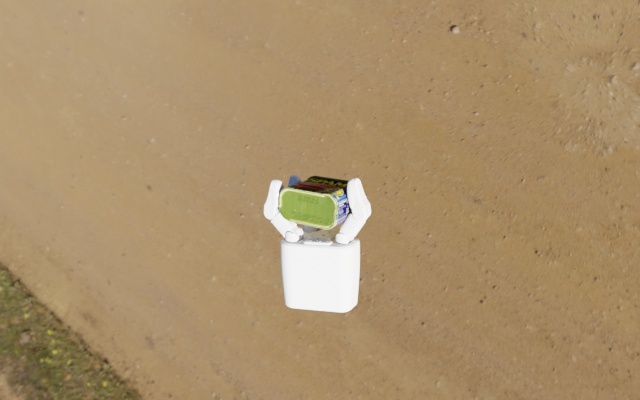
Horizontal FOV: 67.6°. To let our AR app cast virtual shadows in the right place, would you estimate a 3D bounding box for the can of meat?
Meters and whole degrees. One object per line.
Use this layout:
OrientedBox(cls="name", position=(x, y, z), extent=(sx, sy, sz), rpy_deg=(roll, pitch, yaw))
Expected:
OrientedBox(cls="can of meat", position=(0.000, 0.002, 0.709), extent=(0.102, 0.057, 0.084), rpy_deg=(10, 18, 28))
